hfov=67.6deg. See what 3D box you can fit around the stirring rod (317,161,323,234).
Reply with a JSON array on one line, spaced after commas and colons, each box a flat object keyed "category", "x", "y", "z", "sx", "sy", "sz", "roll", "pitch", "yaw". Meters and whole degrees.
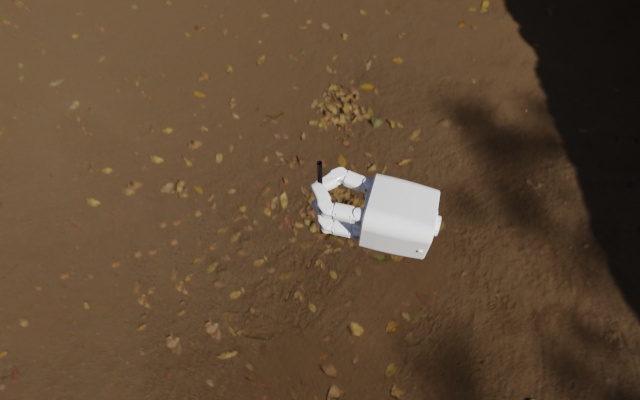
[{"category": "stirring rod", "x": 0.000, "y": 0.003, "z": 0.794, "sx": 0.011, "sy": 0.011, "sz": 0.240, "roll": 0, "pitch": -28, "yaw": 1}]
